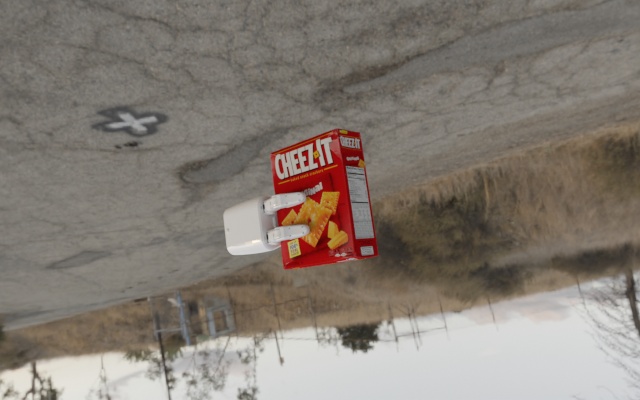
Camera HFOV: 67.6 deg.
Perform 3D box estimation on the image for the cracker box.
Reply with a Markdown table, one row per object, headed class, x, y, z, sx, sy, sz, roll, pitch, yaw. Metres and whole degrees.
| class | x | y | z | sx | sy | sz | roll | pitch | yaw |
| --- | --- | --- | --- | --- | --- | --- | --- | --- | --- |
| cracker box | 0.000 | 0.003 | 0.819 | 0.164 | 0.213 | 0.072 | -14 | -10 | 39 |
